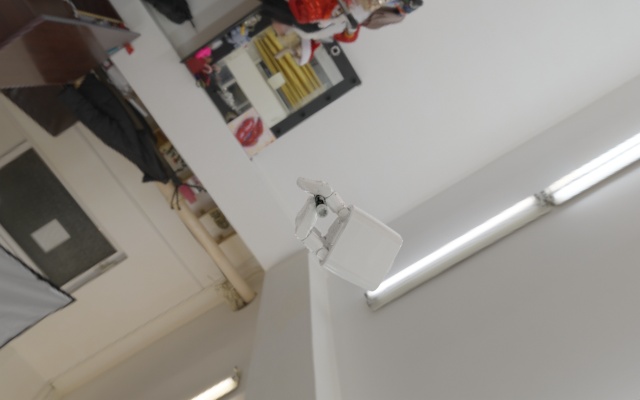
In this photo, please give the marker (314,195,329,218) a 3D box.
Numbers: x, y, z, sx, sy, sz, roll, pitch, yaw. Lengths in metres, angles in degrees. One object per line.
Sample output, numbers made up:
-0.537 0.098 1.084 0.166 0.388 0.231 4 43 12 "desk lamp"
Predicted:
0.000 0.003 0.779 0.020 0.020 0.121 0 15 -3 "marker"
